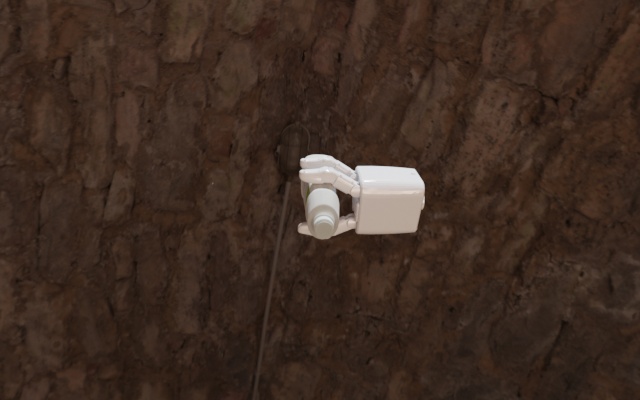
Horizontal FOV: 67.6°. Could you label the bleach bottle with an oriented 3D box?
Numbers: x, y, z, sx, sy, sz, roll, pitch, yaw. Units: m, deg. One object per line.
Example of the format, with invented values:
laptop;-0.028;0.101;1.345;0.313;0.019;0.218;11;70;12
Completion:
bleach bottle;0.000;0.003;0.830;0.068;0.103;0.250;1;24;-3
